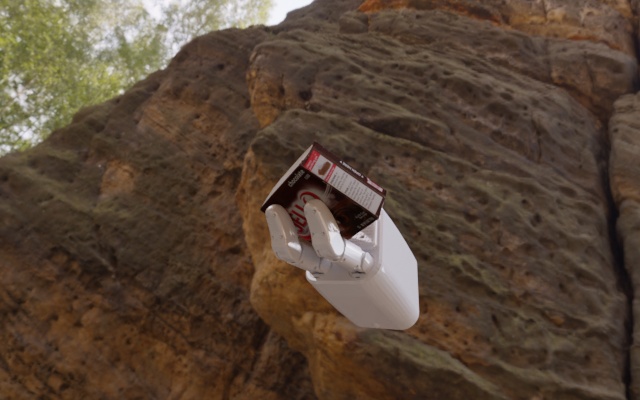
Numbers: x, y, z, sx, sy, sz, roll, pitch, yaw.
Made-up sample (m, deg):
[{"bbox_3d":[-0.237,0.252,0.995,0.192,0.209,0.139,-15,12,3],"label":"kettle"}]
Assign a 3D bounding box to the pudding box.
[{"bbox_3d":[0.000,0.001,0.481,0.090,0.039,0.113,33,-36,-10],"label":"pudding box"}]
